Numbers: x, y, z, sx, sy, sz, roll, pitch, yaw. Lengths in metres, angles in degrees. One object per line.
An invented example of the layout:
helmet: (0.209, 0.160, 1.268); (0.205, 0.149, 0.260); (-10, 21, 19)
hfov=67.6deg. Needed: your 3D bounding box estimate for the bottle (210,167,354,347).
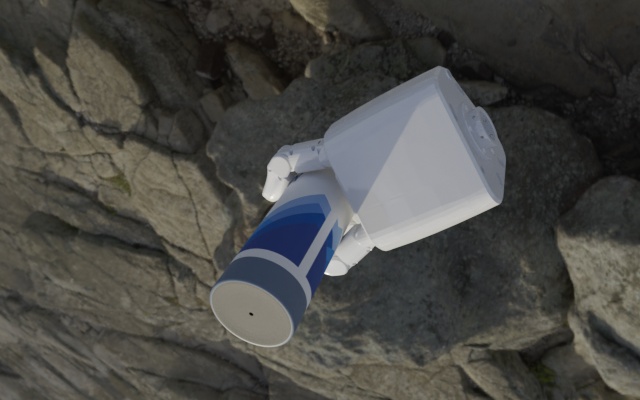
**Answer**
bottle: (0.000, 0.002, 0.450); (0.069, 0.069, 0.295); (0, 33, 23)
